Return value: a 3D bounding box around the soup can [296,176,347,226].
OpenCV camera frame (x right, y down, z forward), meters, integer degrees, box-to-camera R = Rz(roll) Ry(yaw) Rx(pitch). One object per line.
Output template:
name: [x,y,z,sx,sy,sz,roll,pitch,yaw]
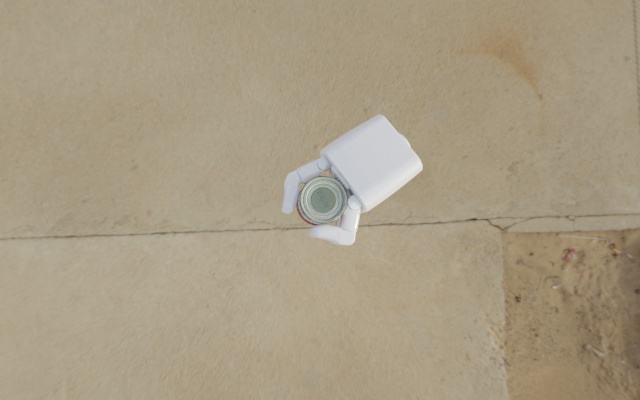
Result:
soup can: [0.000,0.002,0.700,0.068,0.068,0.102,0,-4,-5]
